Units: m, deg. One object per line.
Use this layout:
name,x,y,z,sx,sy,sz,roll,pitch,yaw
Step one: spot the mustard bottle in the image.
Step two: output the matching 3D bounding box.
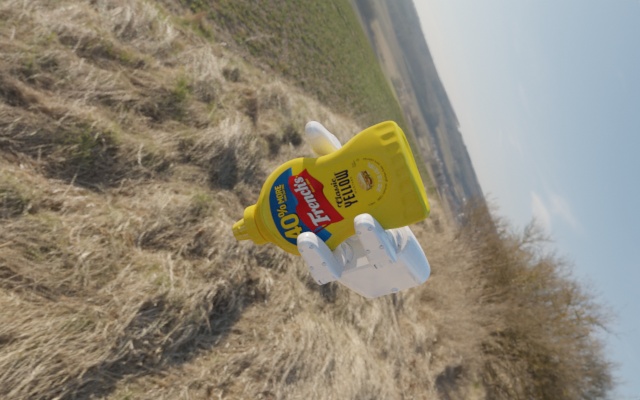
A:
mustard bottle,0.000,0.001,0.462,0.191,0.096,0.058,-20,-8,17
